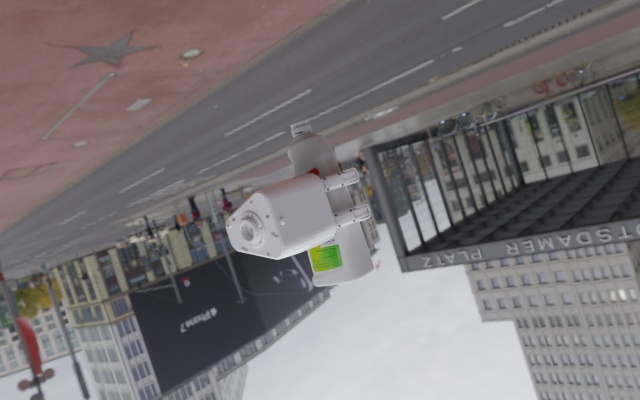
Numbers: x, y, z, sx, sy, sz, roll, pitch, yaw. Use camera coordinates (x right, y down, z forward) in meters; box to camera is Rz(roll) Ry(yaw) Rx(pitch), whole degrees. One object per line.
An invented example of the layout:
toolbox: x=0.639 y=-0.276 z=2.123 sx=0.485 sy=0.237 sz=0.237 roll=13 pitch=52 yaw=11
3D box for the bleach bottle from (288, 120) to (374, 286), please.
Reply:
bleach bottle: x=0.000 y=0.002 z=0.740 sx=0.102 sy=0.251 sz=0.068 roll=-17 pitch=2 yaw=44
